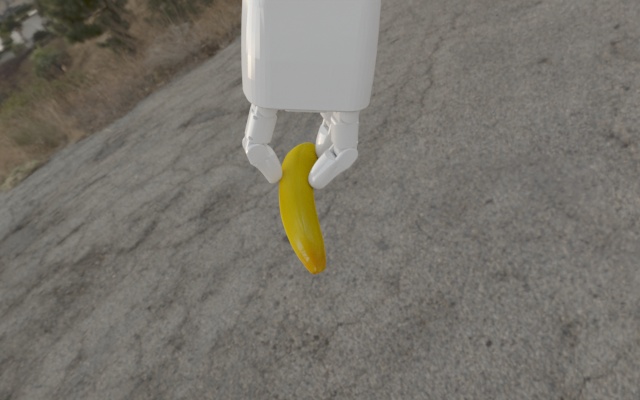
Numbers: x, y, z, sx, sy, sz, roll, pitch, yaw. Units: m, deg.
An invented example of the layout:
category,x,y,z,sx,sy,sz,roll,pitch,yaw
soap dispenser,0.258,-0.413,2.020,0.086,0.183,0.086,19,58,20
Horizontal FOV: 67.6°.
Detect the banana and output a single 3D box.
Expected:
category,x,y,z,sx,sy,sz,roll,pitch,yaw
banana,-0.015,-0.010,0.514,0.069,0.197,0.037,31,-55,-18
